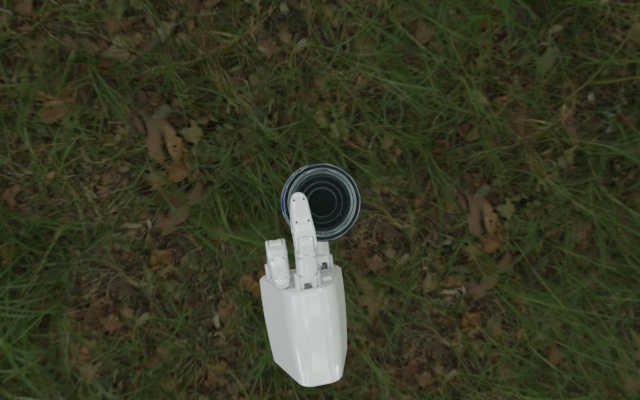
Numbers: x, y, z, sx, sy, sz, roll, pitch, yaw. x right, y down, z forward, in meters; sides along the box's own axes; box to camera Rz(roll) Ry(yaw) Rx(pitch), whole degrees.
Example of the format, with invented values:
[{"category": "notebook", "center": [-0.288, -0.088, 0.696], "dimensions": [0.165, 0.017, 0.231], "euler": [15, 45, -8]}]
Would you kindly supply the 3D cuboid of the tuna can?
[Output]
[{"category": "tuna can", "center": [0.000, 0.002, 0.519], "dimensions": [0.086, 0.086, 0.034], "euler": [0, 2, -6]}]
